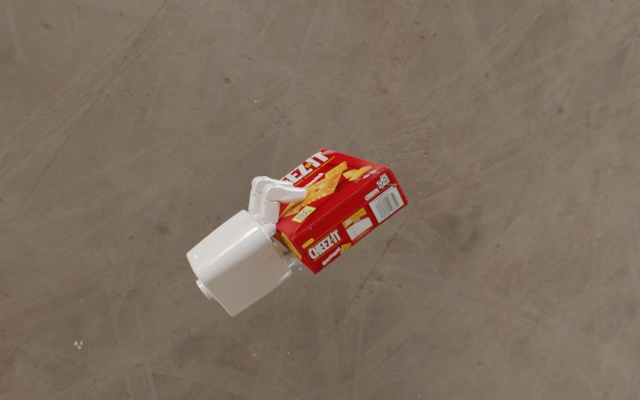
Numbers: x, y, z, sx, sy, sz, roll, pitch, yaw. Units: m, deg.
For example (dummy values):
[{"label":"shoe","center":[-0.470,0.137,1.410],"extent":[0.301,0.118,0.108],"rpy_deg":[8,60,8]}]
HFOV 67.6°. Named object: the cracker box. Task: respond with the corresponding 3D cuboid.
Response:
[{"label":"cracker box","center":[0.000,0.003,0.708],"extent":[0.164,0.072,0.213],"rpy_deg":[-36,25,-12]}]
